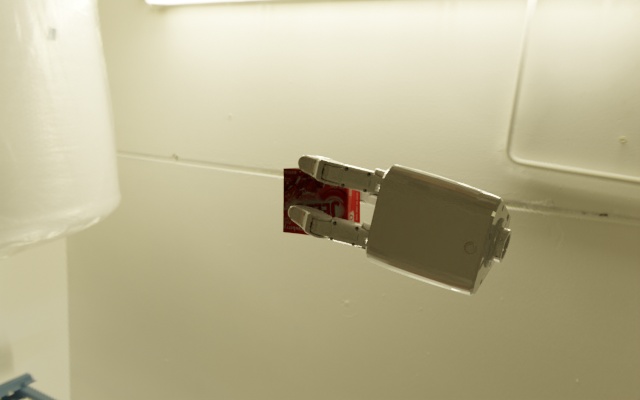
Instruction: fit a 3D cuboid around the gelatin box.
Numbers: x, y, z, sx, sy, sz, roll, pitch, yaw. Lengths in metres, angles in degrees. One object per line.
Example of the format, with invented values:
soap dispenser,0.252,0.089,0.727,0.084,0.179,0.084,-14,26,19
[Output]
gelatin box,0.000,0.002,0.521,0.089,0.073,0.030,5,7,36
